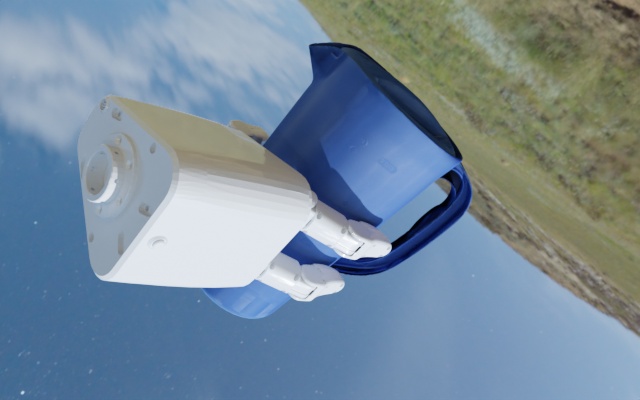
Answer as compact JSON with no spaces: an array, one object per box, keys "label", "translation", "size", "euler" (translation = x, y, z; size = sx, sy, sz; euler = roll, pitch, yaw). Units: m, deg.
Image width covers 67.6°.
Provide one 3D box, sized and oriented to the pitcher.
[{"label":"pitcher","translation":[0.000,0.001,0.423],"size":[0.243,0.149,0.145],"euler":[-45,-32,22]}]
